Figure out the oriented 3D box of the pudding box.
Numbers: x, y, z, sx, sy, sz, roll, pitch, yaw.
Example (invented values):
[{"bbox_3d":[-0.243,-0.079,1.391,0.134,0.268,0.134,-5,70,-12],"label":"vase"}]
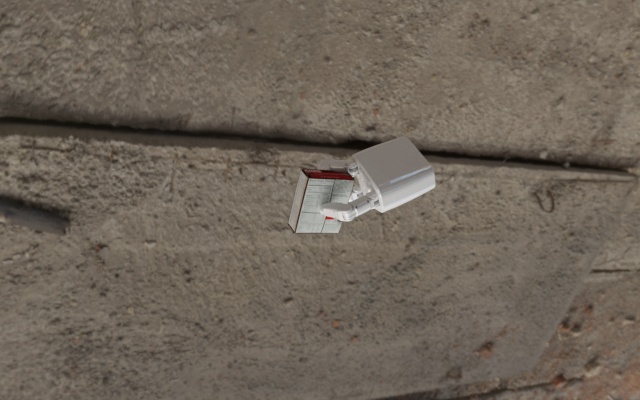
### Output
[{"bbox_3d":[0.000,0.003,0.819,0.090,0.113,0.039,2,27,-25],"label":"pudding box"}]
